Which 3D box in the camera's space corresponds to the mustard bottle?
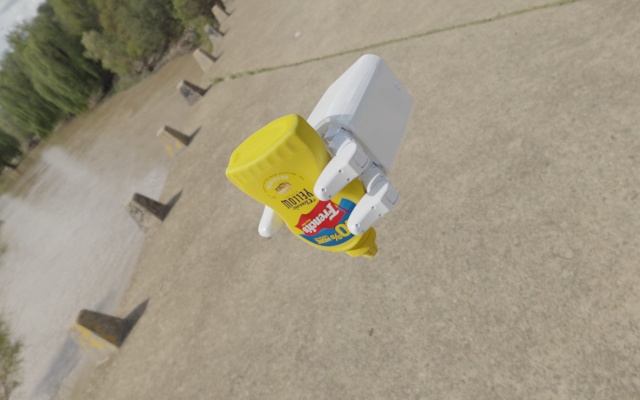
[{"bbox_3d":[0.000,0.002,0.501,0.096,0.058,0.192,-28,-54,28],"label":"mustard bottle"}]
